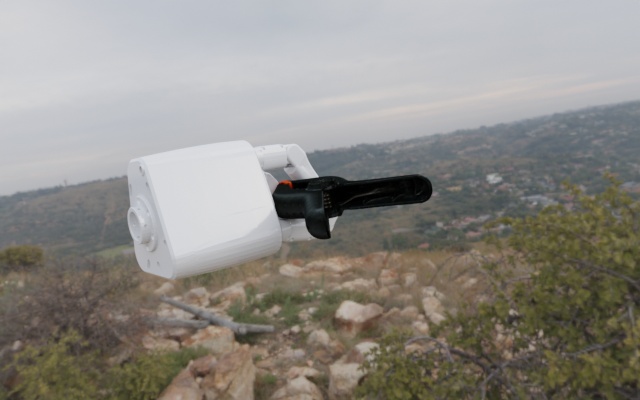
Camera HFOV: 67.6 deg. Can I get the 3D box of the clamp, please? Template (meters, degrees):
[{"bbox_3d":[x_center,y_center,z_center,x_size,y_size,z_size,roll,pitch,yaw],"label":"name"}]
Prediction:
[{"bbox_3d":[0.000,0.001,0.432,0.120,0.039,0.171,-14,8,-39],"label":"clamp"}]
